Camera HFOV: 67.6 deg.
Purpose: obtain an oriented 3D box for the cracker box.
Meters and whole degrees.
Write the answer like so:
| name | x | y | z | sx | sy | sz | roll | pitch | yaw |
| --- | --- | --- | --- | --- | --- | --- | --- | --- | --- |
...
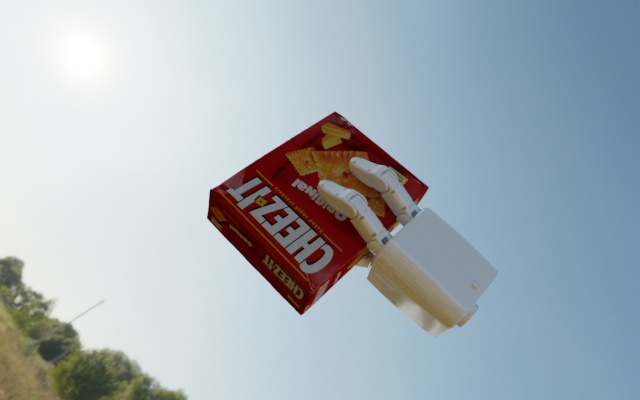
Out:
| name | x | y | z | sx | sy | sz | roll | pitch | yaw |
| --- | --- | --- | --- | --- | --- | --- | --- | --- | --- |
| cracker box | 0.000 | 0.002 | 0.573 | 0.213 | 0.164 | 0.072 | -37 | -18 | -32 |
